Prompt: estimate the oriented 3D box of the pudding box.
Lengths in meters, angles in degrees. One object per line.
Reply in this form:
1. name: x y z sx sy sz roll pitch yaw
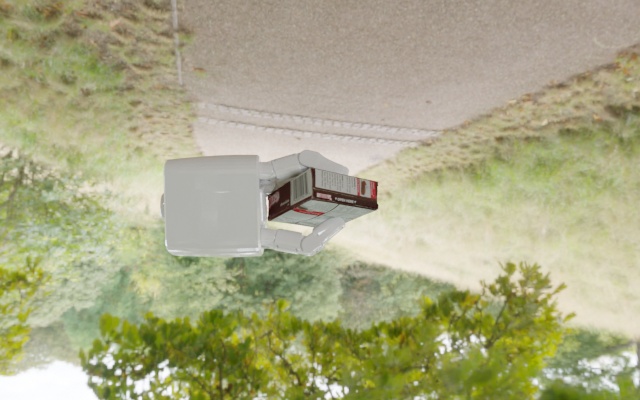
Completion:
1. pudding box: 0.000 0.002 0.562 0.090 0.039 0.113 9 -18 -29
